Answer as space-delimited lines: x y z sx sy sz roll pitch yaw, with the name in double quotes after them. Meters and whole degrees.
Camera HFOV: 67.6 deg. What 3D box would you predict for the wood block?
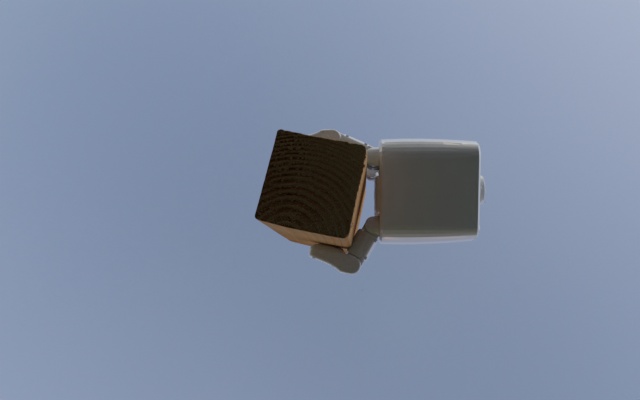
0.000 0.002 0.537 0.090 0.091 0.206 12 -9 7 "wood block"
